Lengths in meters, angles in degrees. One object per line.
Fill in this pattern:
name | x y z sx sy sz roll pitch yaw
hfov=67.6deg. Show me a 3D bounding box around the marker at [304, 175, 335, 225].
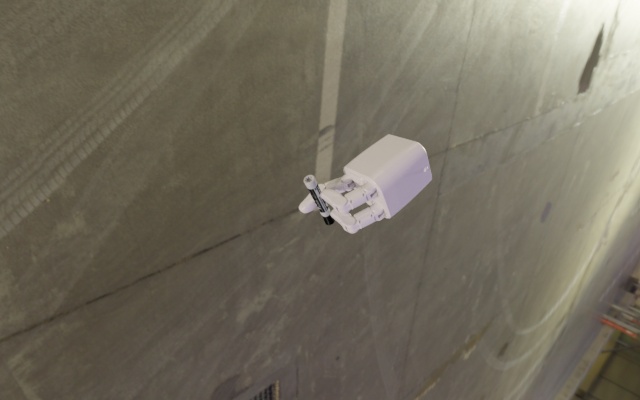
marker | 0.000 0.003 0.808 0.020 0.020 0.121 0 -38 23
